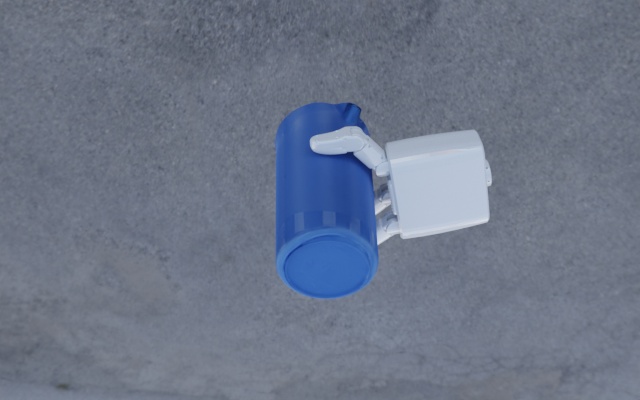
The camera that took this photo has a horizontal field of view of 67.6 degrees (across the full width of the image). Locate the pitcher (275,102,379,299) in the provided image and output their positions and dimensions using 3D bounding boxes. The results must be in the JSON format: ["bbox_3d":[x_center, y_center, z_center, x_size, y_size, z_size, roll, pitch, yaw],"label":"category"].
[{"bbox_3d":[0.000,0.002,0.587,0.145,0.149,0.242,-10,39,8],"label":"pitcher"}]
